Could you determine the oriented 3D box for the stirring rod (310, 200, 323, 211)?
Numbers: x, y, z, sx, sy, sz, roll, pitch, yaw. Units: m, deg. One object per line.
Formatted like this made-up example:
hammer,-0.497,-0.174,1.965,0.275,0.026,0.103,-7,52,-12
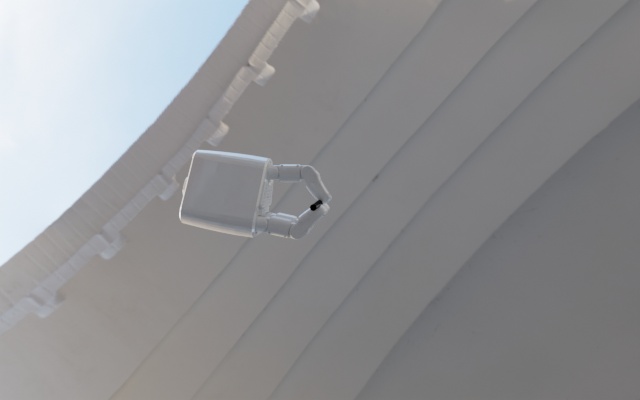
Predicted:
stirring rod,0.000,0.002,0.681,0.011,0.011,0.239,0,3,4
